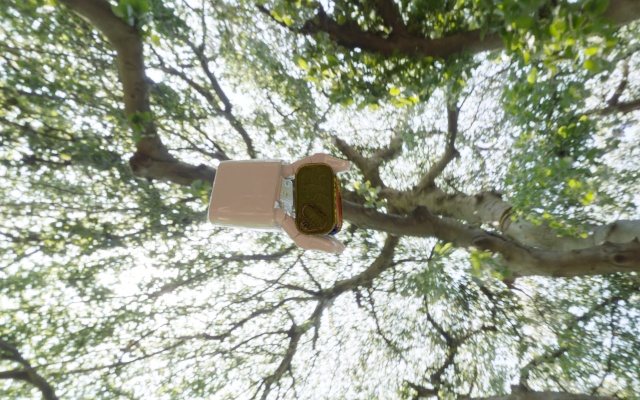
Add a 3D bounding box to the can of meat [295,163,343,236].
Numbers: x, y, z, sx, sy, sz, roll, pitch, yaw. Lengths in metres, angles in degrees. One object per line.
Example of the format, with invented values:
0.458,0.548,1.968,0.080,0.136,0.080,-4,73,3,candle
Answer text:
0.000,0.002,0.705,0.057,0.102,0.084,-3,-7,12,can of meat
